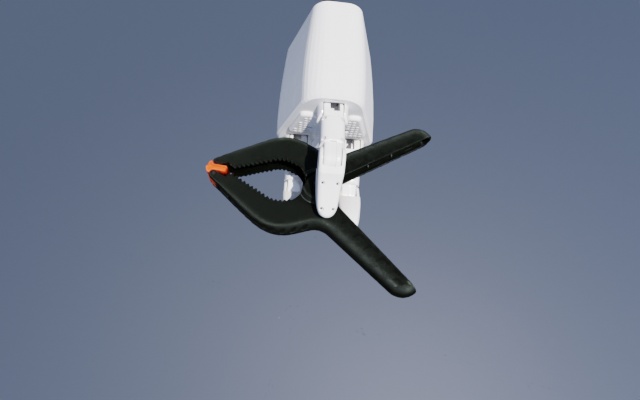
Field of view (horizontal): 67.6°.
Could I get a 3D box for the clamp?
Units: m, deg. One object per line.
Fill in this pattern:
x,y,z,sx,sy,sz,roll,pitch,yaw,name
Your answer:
0.000,0.001,0.436,0.210,0.164,0.036,4,-21,-4,clamp
